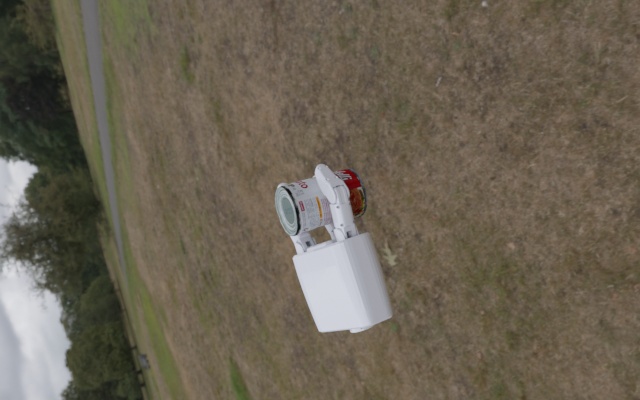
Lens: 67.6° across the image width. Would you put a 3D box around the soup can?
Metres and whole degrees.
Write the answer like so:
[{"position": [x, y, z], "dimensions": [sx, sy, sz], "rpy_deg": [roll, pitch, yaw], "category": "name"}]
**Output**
[{"position": [0.000, 0.002, 0.624], "dimensions": [0.102, 0.068, 0.068], "rpy_deg": [-16, 7, -25], "category": "soup can"}]
